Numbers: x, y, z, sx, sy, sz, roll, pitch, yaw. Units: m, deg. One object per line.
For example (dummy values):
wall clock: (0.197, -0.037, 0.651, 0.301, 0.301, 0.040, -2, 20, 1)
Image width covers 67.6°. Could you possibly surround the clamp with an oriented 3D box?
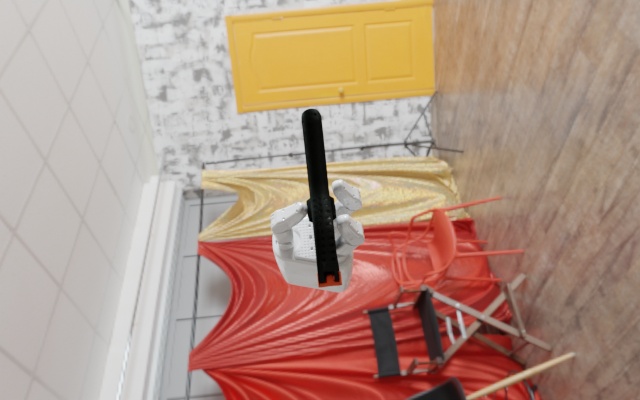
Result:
clamp: (-0.001, 0.003, 0.601, 0.036, 0.209, 0.165, -7, -31, 1)
